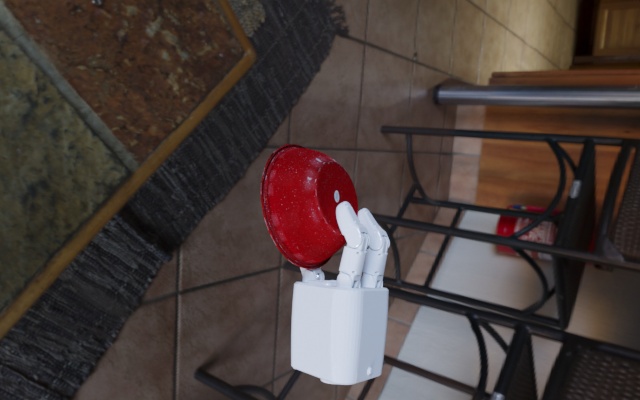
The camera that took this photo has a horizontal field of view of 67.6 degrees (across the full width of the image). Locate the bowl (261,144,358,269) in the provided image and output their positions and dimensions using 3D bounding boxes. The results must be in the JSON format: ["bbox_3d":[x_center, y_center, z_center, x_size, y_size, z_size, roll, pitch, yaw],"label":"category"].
[{"bbox_3d":[0.000,0.001,0.592,0.055,0.162,0.162,-14,-8,34],"label":"bowl"}]
